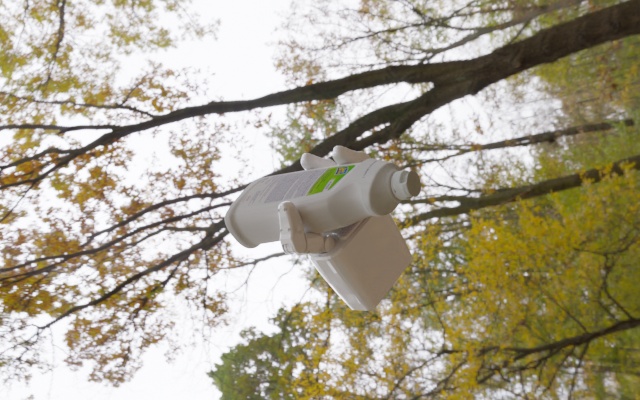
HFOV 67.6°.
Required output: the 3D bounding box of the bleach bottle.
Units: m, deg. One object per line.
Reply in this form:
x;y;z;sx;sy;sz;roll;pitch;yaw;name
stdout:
0.000;0.002;0.571;0.251;0.068;0.102;-8;36;41;bleach bottle
